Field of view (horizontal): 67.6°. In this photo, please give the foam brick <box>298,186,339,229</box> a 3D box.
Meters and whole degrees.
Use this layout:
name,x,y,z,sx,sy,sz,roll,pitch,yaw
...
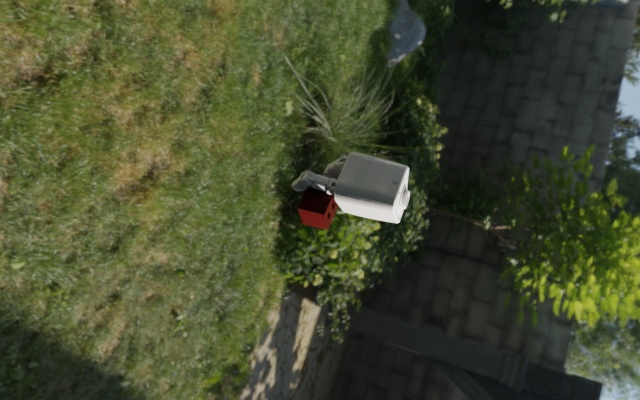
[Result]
name,x,y,z,sx,sy,sz,roll,pitch,yaw
foam brick,0.000,0.003,0.846,0.051,0.078,0.053,15,-29,17
